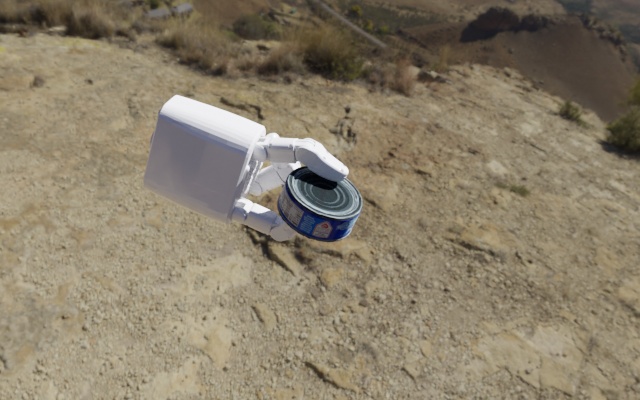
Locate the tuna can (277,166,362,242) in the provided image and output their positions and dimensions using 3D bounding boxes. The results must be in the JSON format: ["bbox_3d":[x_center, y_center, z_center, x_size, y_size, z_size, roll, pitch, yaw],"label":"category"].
[{"bbox_3d":[0.000,0.001,0.502,0.086,0.034,0.086,16,37,-12],"label":"tuna can"}]
